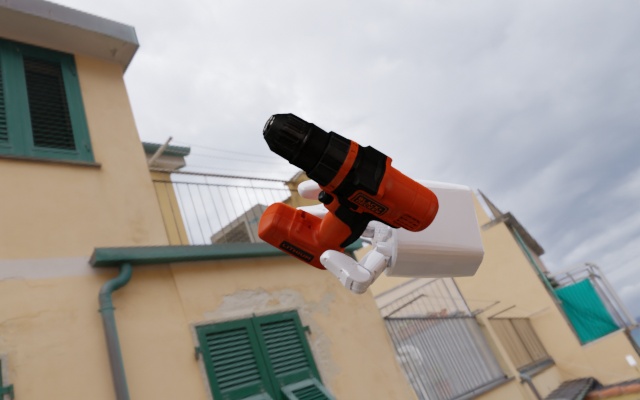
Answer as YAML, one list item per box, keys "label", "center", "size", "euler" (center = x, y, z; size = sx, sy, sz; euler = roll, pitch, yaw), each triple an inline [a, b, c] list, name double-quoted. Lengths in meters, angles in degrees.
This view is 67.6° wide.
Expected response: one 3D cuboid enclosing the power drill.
- label: "power drill"
  center: [0.000, 0.002, 0.502]
  size: [0.184, 0.057, 0.188]
  euler: [30, -33, -13]
